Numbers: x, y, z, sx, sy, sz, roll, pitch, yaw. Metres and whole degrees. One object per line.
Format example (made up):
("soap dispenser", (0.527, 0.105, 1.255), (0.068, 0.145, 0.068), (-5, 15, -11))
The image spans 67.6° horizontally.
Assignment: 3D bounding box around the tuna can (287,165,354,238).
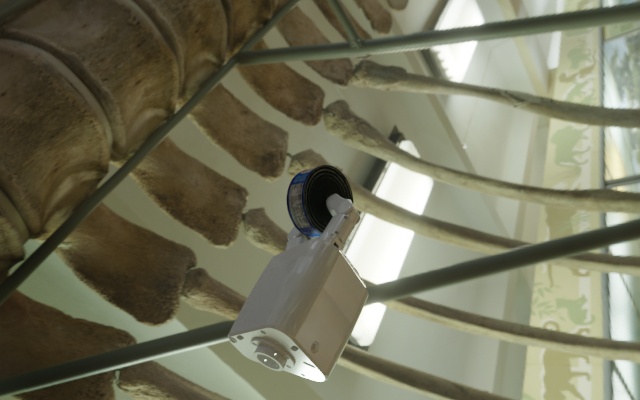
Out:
("tuna can", (0.000, 0.002, 0.578), (0.034, 0.086, 0.086), (-9, -6, 43))
